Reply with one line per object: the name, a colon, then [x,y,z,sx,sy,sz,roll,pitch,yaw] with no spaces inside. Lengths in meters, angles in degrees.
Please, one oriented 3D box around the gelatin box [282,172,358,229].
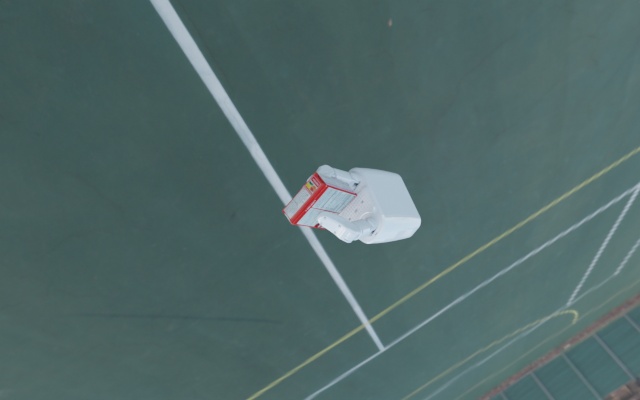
gelatin box: [0.000,0.002,0.664,0.030,0.073,0.089,51,20,27]
